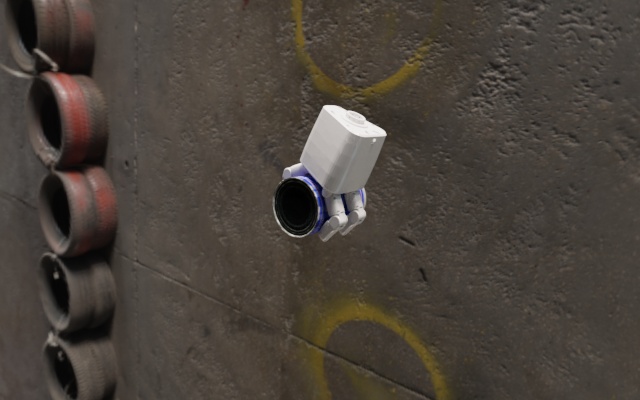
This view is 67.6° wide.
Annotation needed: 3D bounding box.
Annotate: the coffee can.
[{"bbox_3d":[0.000,0.003,0.846,0.103,0.103,0.140,0,8,39],"label":"coffee can"}]
